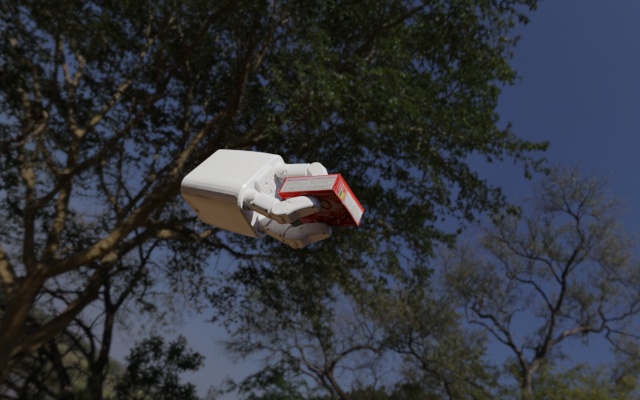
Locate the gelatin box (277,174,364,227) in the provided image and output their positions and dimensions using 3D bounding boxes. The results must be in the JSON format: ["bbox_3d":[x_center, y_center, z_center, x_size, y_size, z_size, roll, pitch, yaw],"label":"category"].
[{"bbox_3d":[0.001,0.002,0.614,0.089,0.030,0.073,-2,-40,35],"label":"gelatin box"}]
